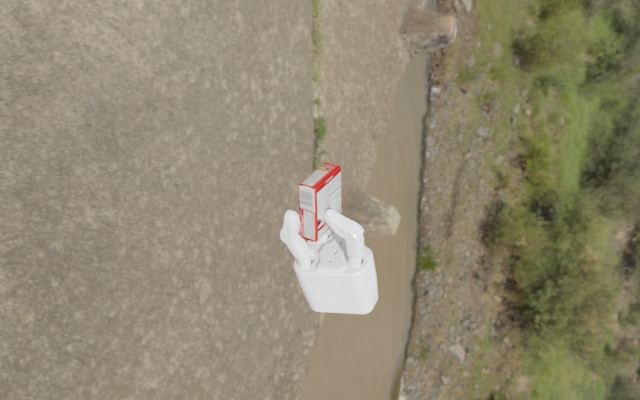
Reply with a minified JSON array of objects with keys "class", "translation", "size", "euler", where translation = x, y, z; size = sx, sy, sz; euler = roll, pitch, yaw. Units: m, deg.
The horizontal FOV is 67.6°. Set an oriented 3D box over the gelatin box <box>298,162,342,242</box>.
[{"class":"gelatin box","translation":[0.000,0.002,0.665],"size":[0.030,0.089,0.073],"euler":[16,36,26]}]
